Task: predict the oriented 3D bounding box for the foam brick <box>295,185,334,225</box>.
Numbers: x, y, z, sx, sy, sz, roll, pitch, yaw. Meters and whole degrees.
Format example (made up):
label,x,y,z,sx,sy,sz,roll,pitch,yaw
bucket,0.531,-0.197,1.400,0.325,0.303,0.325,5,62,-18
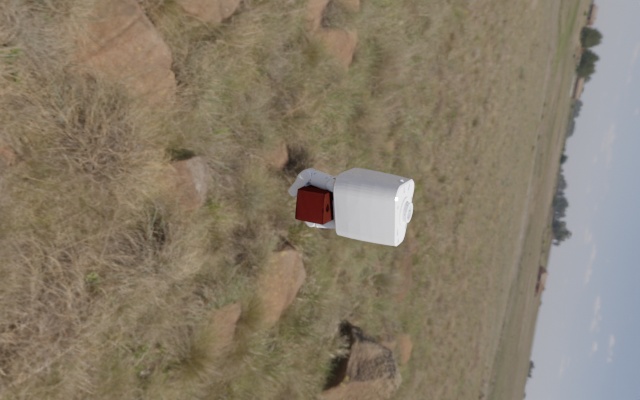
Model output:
label,x,y,z,sx,sy,sz,roll,pitch,yaw
foam brick,0.000,0.003,0.791,0.051,0.053,0.078,12,18,25
